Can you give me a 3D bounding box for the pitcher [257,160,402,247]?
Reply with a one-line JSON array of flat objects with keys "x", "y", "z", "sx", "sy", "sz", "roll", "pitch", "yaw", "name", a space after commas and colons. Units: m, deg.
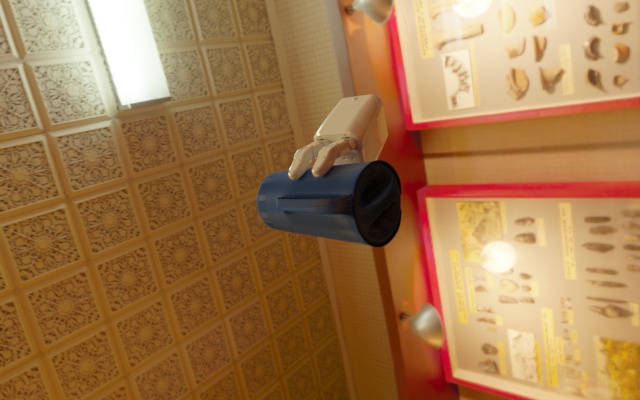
[{"x": 0.000, "y": 0.003, "z": 0.796, "sx": 0.243, "sy": 0.145, "sz": 0.149, "roll": 1, "pitch": -41, "yaw": 42, "name": "pitcher"}]
